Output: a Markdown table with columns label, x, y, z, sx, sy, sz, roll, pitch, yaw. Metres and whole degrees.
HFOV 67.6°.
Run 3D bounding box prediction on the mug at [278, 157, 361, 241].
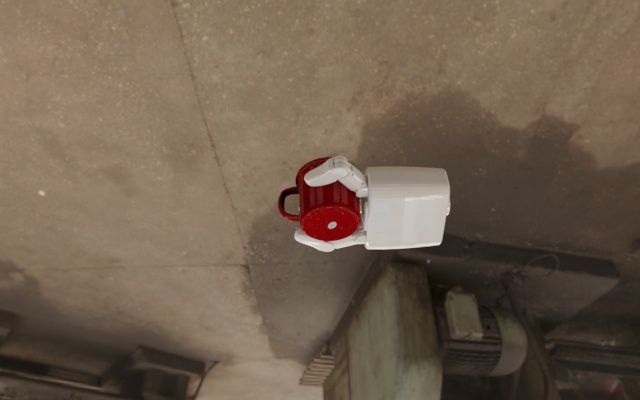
| label | x | y | z | sx | sy | sz | roll | pitch | yaw |
| --- | --- | --- | --- | --- | --- | --- | --- | --- | --- |
| mug | -0.001 | 0.002 | 0.653 | 0.117 | 0.081 | 0.093 | -3 | -39 | 0 |
